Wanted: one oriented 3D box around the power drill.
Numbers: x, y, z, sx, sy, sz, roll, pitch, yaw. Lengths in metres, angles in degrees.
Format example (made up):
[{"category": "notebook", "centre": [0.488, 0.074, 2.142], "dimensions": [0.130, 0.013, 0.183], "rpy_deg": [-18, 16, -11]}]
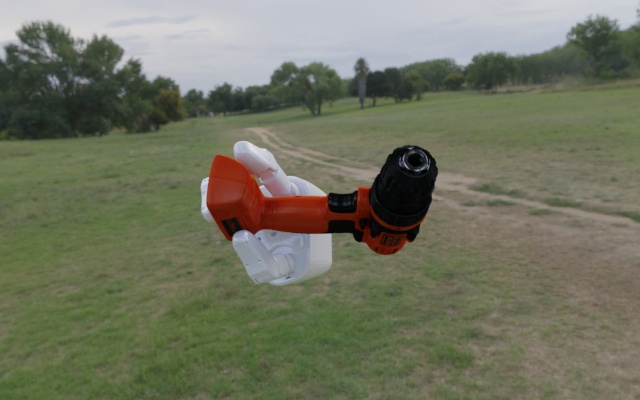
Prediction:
[{"category": "power drill", "centre": [0.000, 0.001, 0.424], "dimensions": [0.187, 0.057, 0.184], "rpy_deg": [5, -24, 3]}]
